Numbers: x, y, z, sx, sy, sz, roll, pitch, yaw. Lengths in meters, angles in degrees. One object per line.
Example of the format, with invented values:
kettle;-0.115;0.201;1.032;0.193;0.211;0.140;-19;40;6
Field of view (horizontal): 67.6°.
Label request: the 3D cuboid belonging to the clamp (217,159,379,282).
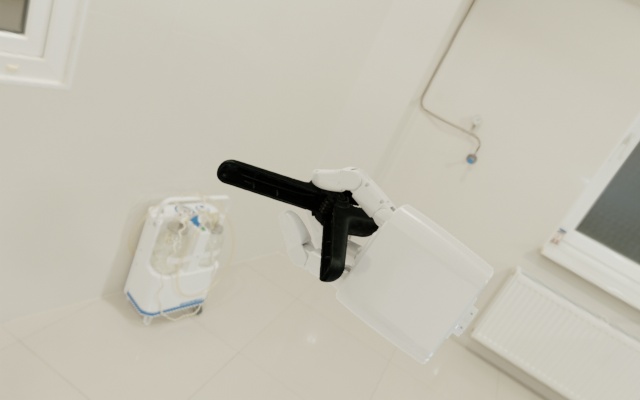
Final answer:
clamp;0.001;0.001;0.514;0.164;0.036;0.210;40;26;17
